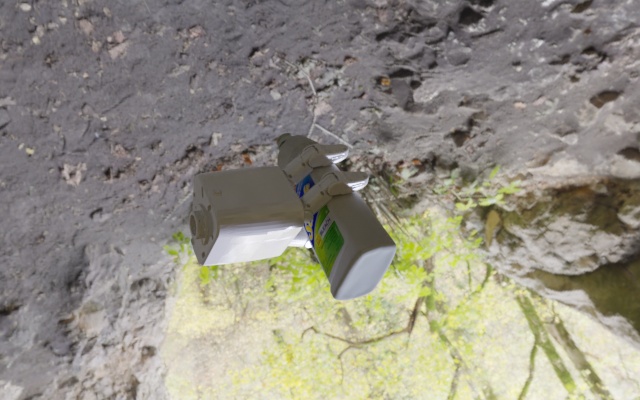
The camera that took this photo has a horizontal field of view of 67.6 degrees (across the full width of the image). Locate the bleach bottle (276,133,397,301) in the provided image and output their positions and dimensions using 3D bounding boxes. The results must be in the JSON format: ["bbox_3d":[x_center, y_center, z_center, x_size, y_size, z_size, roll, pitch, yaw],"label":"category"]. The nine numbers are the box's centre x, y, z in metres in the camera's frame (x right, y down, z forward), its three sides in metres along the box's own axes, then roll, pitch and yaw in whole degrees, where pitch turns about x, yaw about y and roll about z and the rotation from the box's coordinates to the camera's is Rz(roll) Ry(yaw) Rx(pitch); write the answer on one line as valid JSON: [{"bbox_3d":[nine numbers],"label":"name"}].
[{"bbox_3d":[0.000,0.002,0.631,0.068,0.103,0.250,-5,45,-32],"label":"bleach bottle"}]
